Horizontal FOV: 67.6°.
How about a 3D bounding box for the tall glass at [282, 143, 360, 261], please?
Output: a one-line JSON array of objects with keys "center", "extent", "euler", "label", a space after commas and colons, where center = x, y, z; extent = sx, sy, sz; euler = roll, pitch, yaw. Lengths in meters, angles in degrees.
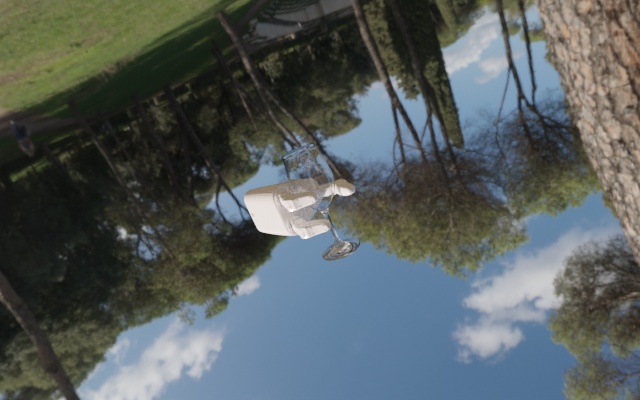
[{"center": [0.001, 0.003, 0.844], "extent": [0.079, 0.201, 0.079], "euler": [-21, 18, 7], "label": "tall glass"}]
